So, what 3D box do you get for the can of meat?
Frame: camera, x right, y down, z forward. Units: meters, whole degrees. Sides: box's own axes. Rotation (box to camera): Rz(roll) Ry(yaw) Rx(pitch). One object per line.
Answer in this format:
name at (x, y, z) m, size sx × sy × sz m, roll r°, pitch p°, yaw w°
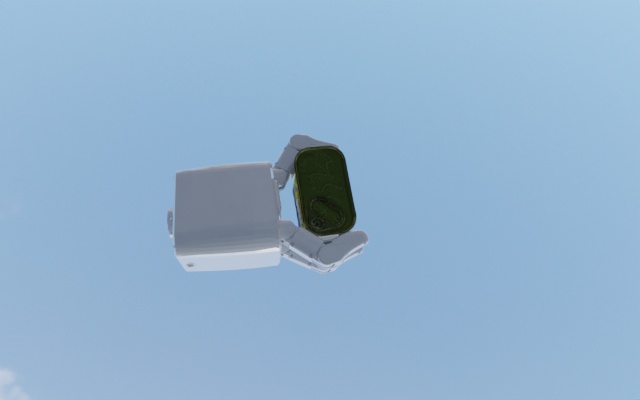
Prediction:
can of meat at (0.000, 0.002, 0.547) m, size 0.057 × 0.102 × 0.084 m, roll -7°, pitch -19°, yaw -9°
